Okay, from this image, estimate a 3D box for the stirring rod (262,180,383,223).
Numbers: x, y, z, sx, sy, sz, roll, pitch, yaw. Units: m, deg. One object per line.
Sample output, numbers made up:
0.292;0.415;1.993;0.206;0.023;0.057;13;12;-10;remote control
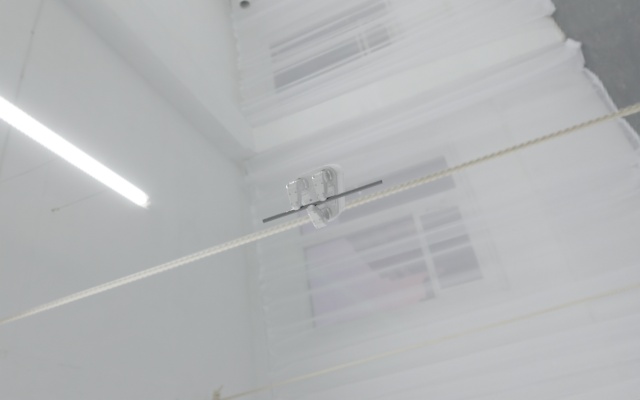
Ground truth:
0.000;0.003;0.890;0.239;0.011;0.011;-19;-5;15;stirring rod
